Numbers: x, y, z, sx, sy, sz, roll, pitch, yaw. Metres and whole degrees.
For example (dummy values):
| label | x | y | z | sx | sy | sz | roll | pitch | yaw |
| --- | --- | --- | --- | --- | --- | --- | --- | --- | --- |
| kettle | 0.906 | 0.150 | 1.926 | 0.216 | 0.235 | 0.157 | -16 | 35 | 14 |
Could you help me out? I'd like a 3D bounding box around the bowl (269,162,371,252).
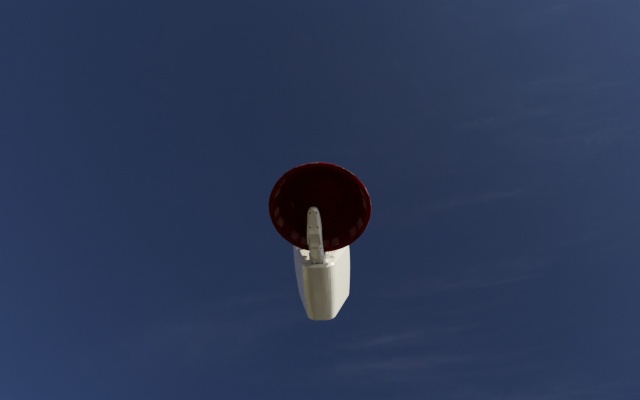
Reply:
| label | x | y | z | sx | sy | sz | roll | pitch | yaw |
| --- | --- | --- | --- | --- | --- | --- | --- | --- | --- |
| bowl | 0.000 | 0.001 | 0.771 | 0.162 | 0.162 | 0.055 | 0 | 29 | 4 |
